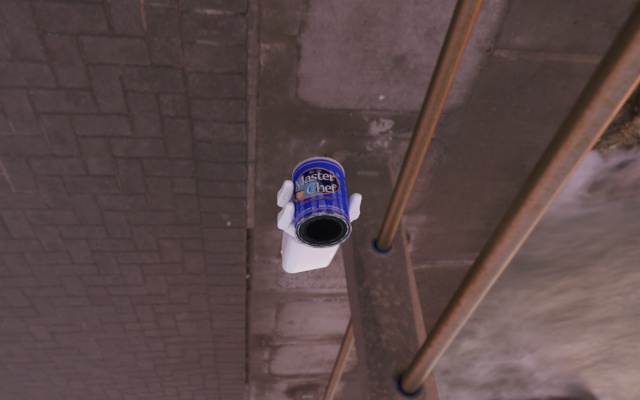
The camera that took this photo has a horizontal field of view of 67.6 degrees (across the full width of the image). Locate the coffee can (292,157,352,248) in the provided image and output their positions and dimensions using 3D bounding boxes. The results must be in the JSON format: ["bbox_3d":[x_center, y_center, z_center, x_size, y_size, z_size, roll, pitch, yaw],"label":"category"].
[{"bbox_3d":[0.000,0.003,0.890,0.103,0.140,0.103,-3,-41,-2],"label":"coffee can"}]
